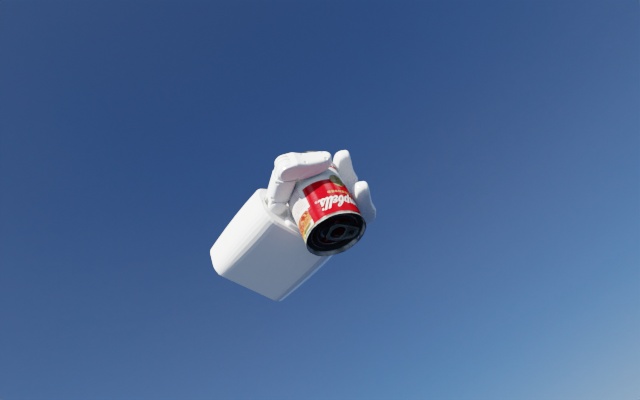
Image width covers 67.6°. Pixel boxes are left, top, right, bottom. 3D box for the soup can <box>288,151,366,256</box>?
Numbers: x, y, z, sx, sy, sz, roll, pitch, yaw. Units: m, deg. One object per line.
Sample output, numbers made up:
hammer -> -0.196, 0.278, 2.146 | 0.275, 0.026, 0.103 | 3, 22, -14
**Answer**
soup can -> 0.000, 0.001, 0.531 | 0.068, 0.068, 0.102 | 0, 44, -27
